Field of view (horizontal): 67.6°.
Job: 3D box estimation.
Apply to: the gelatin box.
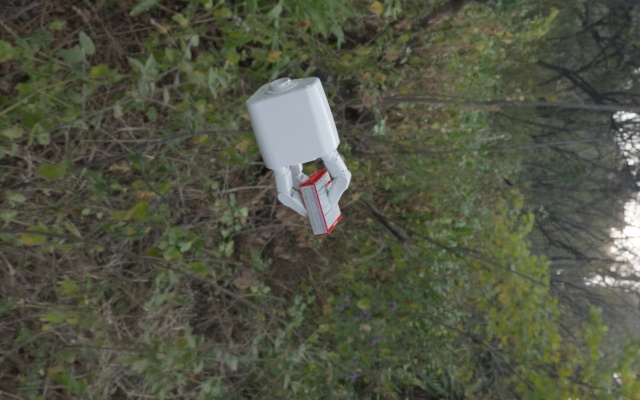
[{"bbox_3d":[0.001,0.003,0.770,0.030,0.089,0.073,-11,15,22],"label":"gelatin box"}]
